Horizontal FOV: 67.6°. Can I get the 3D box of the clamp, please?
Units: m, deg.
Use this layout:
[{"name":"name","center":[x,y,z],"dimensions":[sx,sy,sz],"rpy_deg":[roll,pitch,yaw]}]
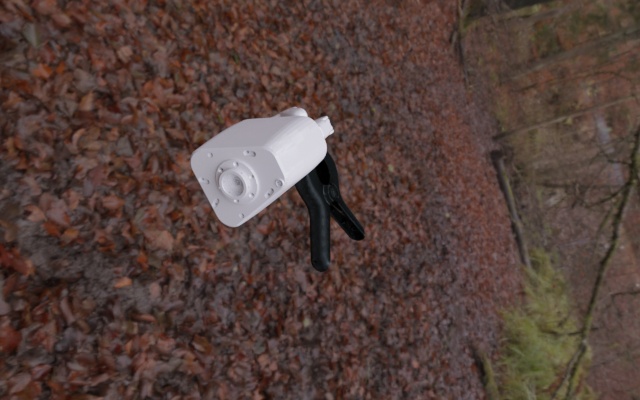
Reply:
[{"name":"clamp","center":[0.001,0.002,0.606],"dimensions":[0.039,0.171,0.120],"rpy_deg":[-18,16,29]}]
